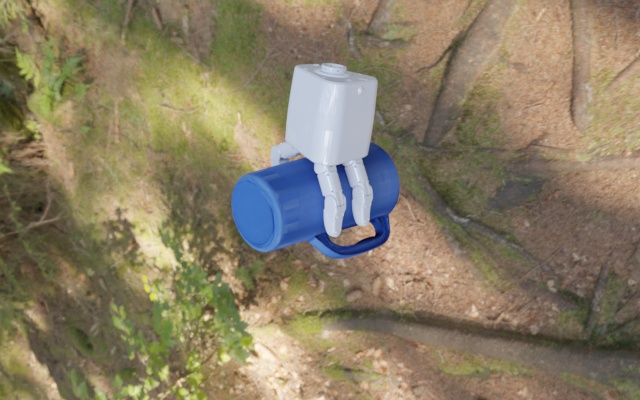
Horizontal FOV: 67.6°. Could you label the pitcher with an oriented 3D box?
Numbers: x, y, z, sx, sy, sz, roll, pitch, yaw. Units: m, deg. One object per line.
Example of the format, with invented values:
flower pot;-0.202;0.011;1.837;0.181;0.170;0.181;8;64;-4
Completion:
pitcher;0.000;0.002;0.705;0.243;0.145;0.149;-17;35;-42
